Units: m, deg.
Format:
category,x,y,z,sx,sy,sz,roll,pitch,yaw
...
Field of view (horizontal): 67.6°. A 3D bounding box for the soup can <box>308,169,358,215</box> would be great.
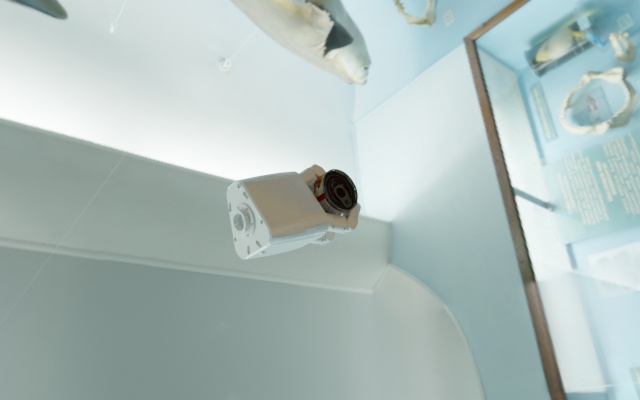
category,x,y,z,sx,sy,sz,roll,pitch,yaw
soup can,0.000,0.002,0.748,0.068,0.068,0.102,0,-22,-41
